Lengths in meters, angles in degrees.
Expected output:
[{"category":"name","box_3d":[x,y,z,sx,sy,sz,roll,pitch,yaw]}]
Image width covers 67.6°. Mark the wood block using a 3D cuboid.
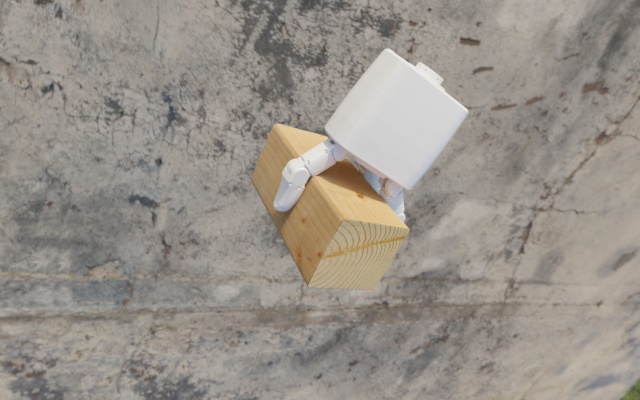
[{"category":"wood block","box_3d":[0.000,0.002,0.566,0.091,0.090,0.206,10,29,-33]}]
